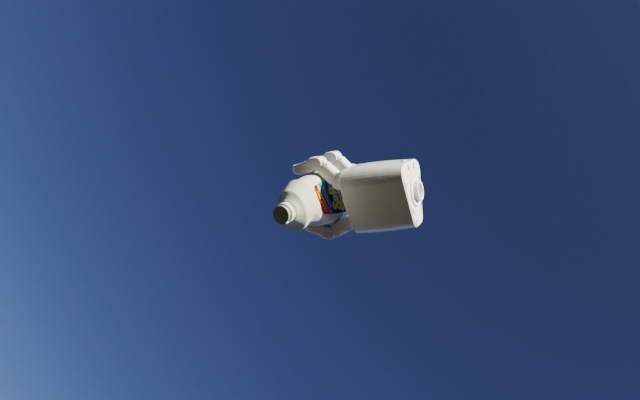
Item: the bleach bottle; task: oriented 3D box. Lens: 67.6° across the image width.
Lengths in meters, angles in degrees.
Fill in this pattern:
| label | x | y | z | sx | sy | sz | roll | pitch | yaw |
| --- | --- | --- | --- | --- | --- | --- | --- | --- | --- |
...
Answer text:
| label | x | y | z | sx | sy | sz | roll | pitch | yaw |
| --- | --- | --- | --- | --- | --- | --- | --- | --- | --- |
| bleach bottle | 0.000 | 0.003 | 0.805 | 0.068 | 0.102 | 0.251 | -5 | 10 | 28 |
